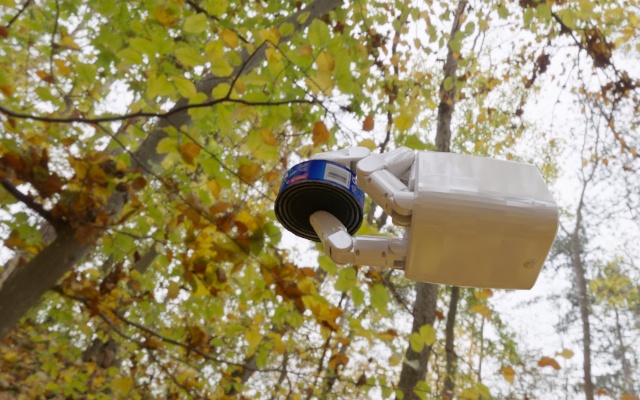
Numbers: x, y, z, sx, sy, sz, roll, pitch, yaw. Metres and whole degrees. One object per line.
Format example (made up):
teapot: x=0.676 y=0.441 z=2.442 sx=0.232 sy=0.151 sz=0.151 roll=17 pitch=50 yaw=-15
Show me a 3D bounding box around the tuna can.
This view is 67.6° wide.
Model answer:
tuna can: x=0.000 y=0.001 z=0.464 sx=0.086 sy=0.033 sz=0.086 roll=6 pitch=-43 yaw=5
